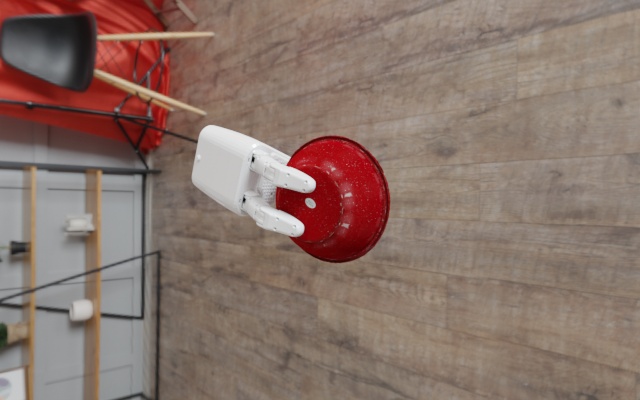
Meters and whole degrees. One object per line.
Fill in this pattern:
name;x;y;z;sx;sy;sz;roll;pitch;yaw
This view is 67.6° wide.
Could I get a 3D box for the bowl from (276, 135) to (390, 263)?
bowl;0.001;0.002;0.578;0.162;0.162;0.055;0;6;31
